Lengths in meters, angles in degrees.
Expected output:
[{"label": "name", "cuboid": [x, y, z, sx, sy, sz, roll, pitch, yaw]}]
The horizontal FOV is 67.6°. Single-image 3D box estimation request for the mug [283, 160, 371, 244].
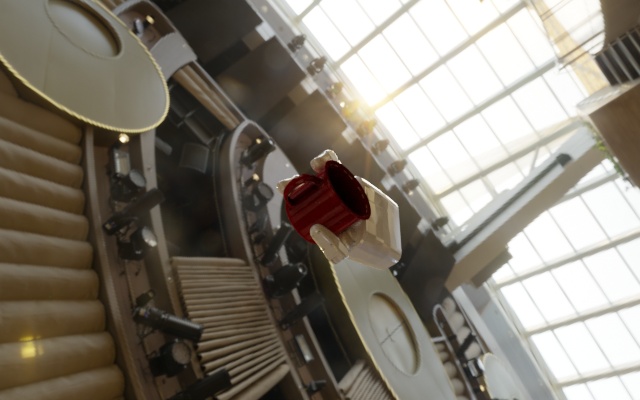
[{"label": "mug", "cuboid": [-0.001, 0.002, 0.632, 0.081, 0.093, 0.117, -35, -40, 25]}]
